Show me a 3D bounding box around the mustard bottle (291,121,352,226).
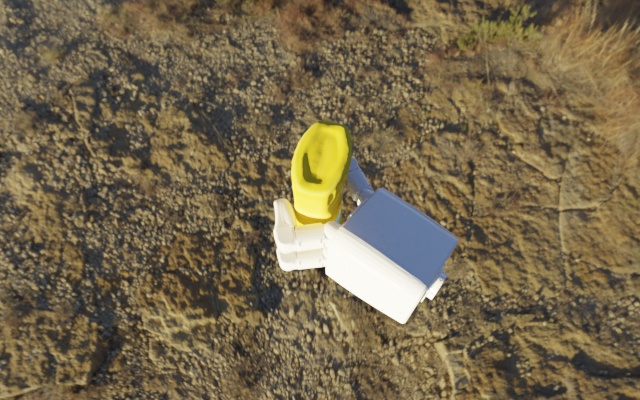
[{"bbox_3d":[0.000,0.002,0.557,0.058,0.096,0.192,11,-29,5],"label":"mustard bottle"}]
